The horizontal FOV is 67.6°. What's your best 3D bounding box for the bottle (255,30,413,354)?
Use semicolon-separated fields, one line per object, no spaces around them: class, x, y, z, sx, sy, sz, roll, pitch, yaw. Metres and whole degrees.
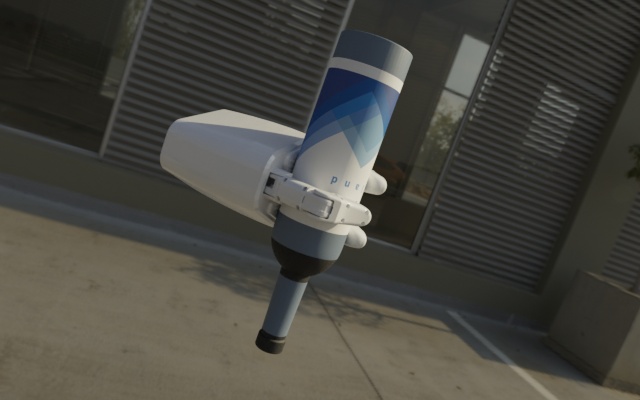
bottle;0.000;0.001;0.435;0.069;0.296;0.069;19;7;-2
